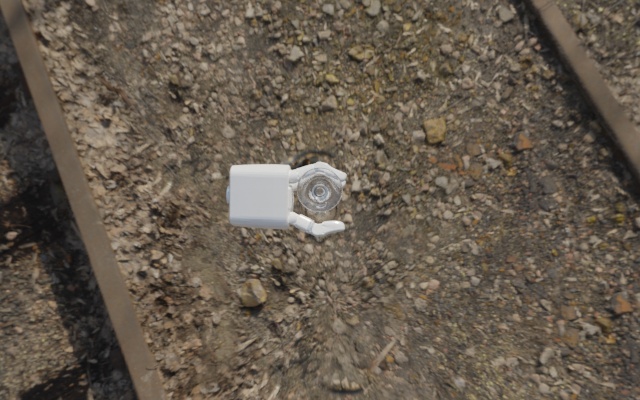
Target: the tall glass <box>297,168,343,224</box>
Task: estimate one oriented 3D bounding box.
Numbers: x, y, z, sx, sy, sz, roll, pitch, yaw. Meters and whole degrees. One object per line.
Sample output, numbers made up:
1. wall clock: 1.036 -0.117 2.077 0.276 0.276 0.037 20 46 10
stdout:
1. tall glass: 0.000 0.003 0.866 0.079 0.079 0.201 0 -12 1
